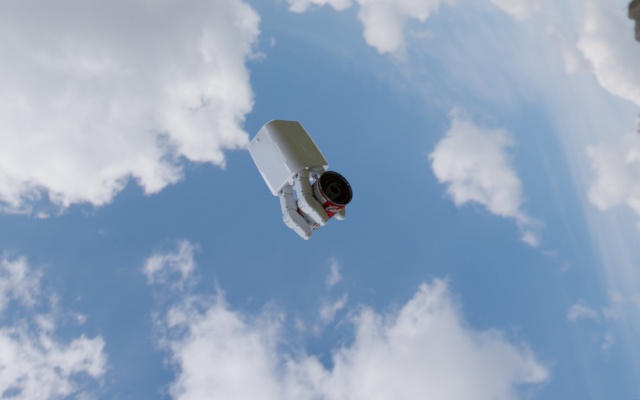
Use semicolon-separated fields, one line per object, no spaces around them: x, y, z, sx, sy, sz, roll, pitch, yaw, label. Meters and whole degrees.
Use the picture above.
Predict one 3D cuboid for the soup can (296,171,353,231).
0.000;0.003;0.844;0.068;0.068;0.102;0;-29;-38;soup can
